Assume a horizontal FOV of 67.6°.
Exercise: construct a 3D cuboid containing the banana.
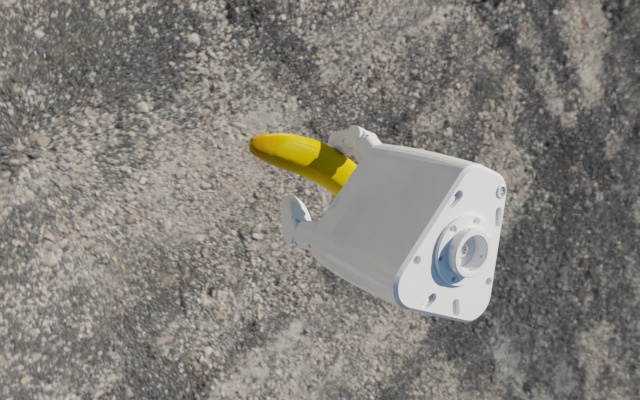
[{"bbox_3d":[0.015,-0.010,0.476,0.198,0.069,0.037,48,-7,-31],"label":"banana"}]
